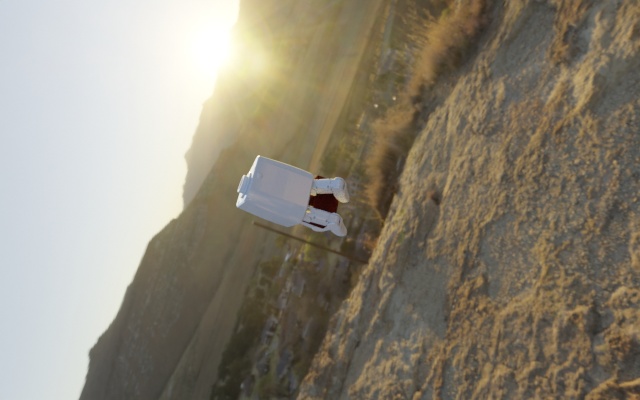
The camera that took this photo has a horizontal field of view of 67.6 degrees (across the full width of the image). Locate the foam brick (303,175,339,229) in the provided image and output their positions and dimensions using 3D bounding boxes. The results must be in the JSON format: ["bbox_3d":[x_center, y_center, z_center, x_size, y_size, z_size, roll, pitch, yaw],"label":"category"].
[{"bbox_3d":[0.000,0.003,0.886,0.051,0.078,0.053,22,-31,-17],"label":"foam brick"}]
